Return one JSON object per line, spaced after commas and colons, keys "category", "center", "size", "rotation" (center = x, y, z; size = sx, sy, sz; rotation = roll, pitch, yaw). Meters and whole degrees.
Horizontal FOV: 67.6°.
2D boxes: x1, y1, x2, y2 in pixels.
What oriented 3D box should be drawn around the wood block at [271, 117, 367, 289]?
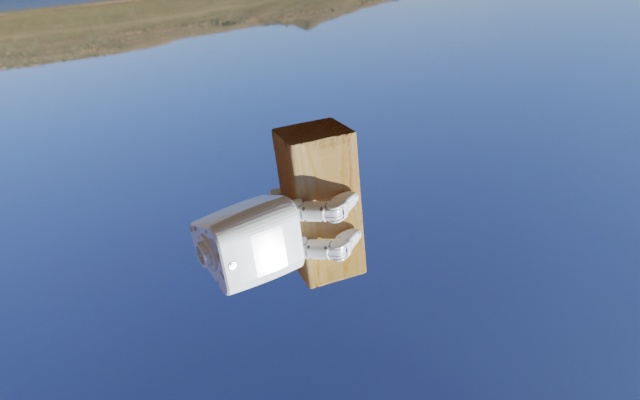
{"category": "wood block", "center": [0.000, 0.002, 0.655], "size": [0.090, 0.206, 0.090], "rotation": [-14, 26, -16]}
